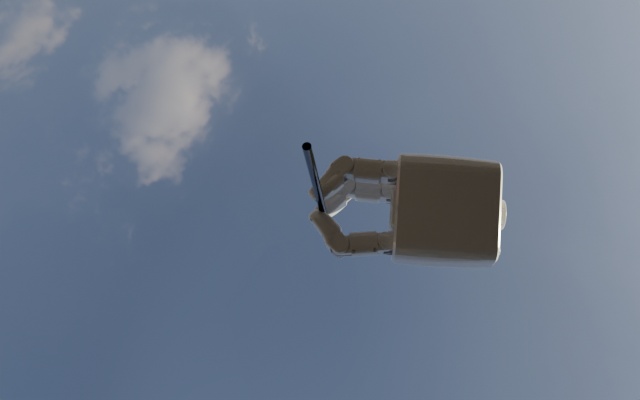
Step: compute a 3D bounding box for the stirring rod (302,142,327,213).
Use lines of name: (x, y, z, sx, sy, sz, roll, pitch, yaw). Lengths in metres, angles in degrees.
stirring rod: (0.000, 0.002, 0.503, 0.011, 0.011, 0.240, 0, -23, 6)
